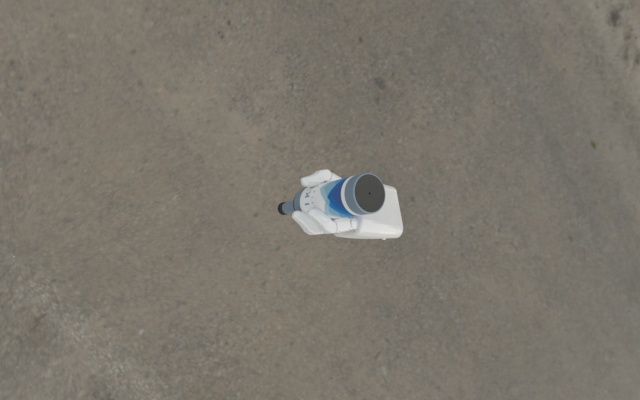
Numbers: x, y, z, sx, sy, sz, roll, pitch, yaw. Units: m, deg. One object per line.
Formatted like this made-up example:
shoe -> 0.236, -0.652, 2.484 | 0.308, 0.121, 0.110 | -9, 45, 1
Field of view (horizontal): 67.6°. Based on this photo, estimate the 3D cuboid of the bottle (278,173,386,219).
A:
bottle -> 0.000, 0.003, 0.886 | 0.069, 0.069, 0.296 | 0, -6, -33
